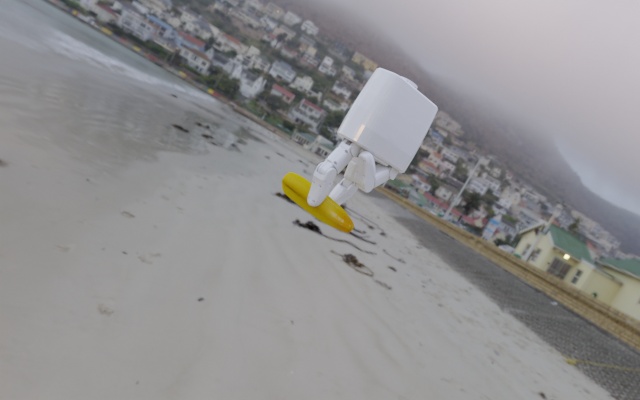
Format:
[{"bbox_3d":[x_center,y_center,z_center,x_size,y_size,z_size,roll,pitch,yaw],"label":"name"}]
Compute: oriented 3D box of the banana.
[{"bbox_3d":[-0.016,-0.006,0.709,0.070,0.037,0.197,28,4,-29],"label":"banana"}]
